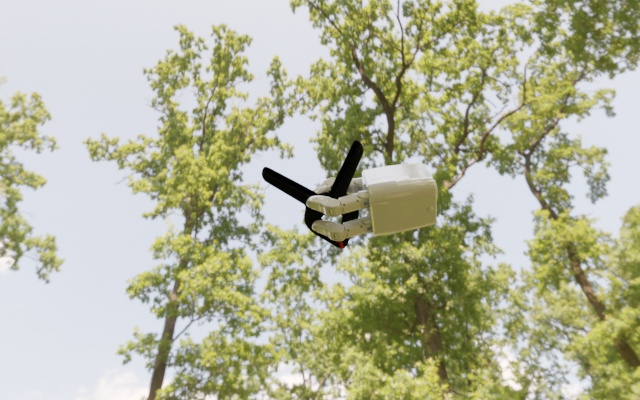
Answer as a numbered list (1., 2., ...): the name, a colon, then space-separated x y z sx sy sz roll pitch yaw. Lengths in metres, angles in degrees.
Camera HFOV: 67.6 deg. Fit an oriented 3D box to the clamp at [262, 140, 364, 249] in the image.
1. clamp: 0.000 0.002 0.802 0.164 0.210 0.036 -10 39 3
